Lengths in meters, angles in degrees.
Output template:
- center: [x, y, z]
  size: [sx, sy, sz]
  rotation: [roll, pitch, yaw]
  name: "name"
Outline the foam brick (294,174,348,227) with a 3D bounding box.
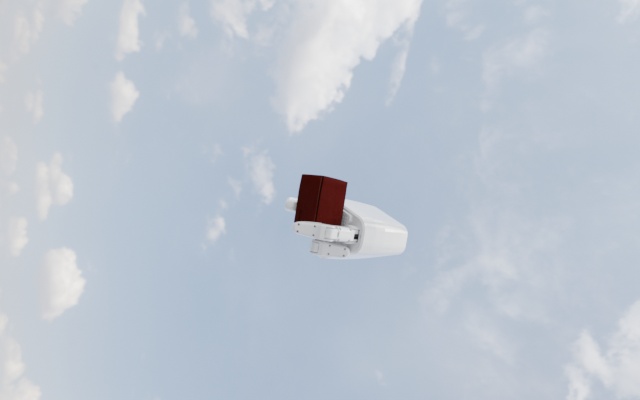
- center: [0.000, 0.002, 0.718]
  size: [0.051, 0.078, 0.053]
  rotation: [8, 2, -38]
  name: "foam brick"
